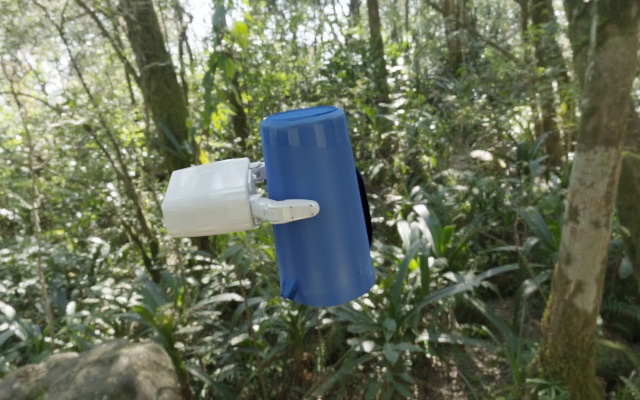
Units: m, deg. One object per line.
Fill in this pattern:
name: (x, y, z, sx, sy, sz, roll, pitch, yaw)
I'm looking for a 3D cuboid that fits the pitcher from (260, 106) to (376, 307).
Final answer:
pitcher: (0.000, 0.002, 0.634, 0.145, 0.243, 0.149, -9, 18, -1)
